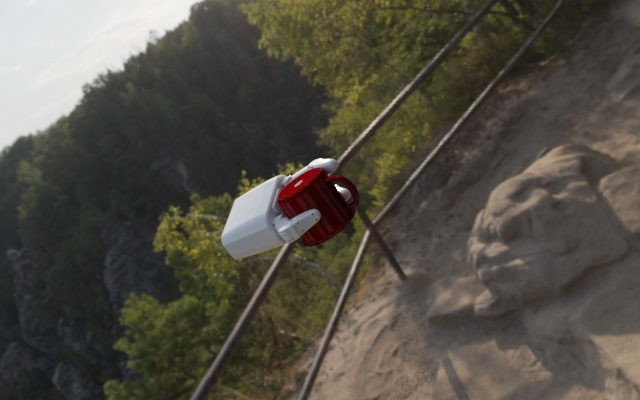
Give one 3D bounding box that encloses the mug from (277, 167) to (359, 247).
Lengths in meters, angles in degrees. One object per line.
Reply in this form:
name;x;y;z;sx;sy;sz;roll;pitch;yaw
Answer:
mug;0.001;0.002;0.686;0.117;0.081;0.093;-24;20;32
